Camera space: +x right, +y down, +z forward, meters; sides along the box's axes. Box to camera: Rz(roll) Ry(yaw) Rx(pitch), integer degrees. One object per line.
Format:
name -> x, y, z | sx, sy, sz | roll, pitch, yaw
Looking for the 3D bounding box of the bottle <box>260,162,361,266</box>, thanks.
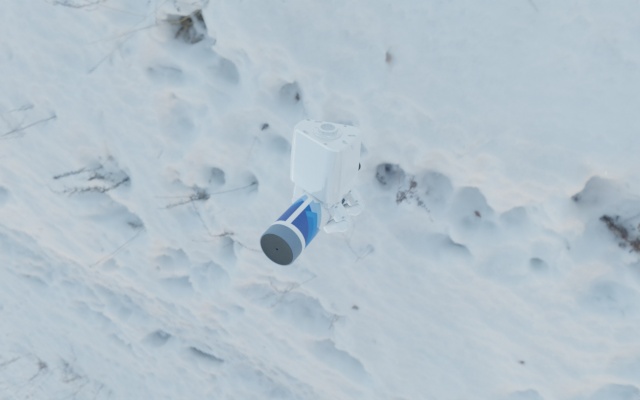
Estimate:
bottle -> 0.000, 0.003, 0.865 | 0.069, 0.069, 0.295 | 0, 31, 34
